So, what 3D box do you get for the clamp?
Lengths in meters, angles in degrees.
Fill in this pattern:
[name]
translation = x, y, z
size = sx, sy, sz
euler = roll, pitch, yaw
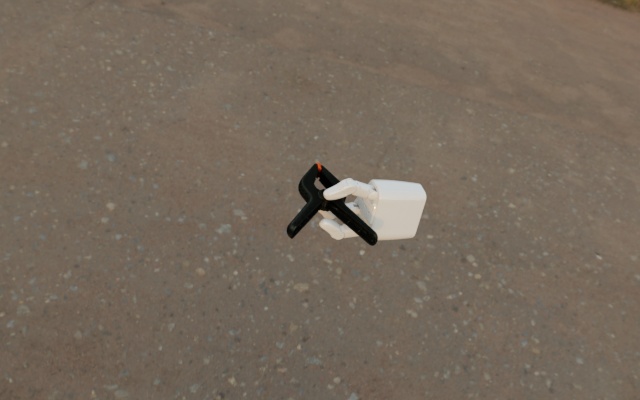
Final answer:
[clamp]
translation = 0.000, 0.002, 0.881
size = 0.164, 0.036, 0.209
euler = 3, 41, -23
